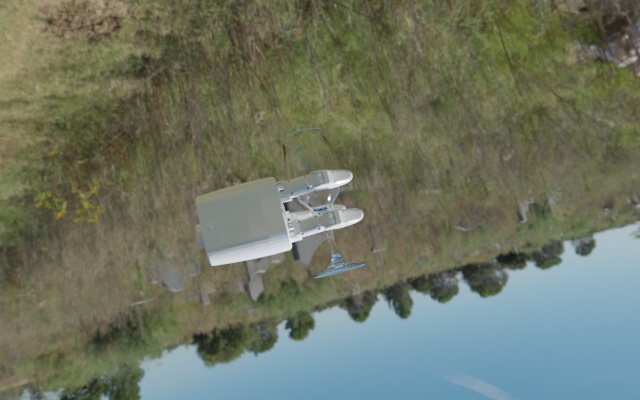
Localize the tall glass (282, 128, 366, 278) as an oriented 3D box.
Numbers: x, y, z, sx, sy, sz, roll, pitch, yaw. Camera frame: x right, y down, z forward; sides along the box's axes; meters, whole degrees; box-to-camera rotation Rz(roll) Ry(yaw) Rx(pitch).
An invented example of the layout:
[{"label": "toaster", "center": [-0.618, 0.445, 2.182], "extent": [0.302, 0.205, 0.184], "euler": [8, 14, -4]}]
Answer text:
[{"label": "tall glass", "center": [0.000, 0.003, 0.671], "extent": [0.079, 0.201, 0.079], "euler": [-15, -12, -3]}]
